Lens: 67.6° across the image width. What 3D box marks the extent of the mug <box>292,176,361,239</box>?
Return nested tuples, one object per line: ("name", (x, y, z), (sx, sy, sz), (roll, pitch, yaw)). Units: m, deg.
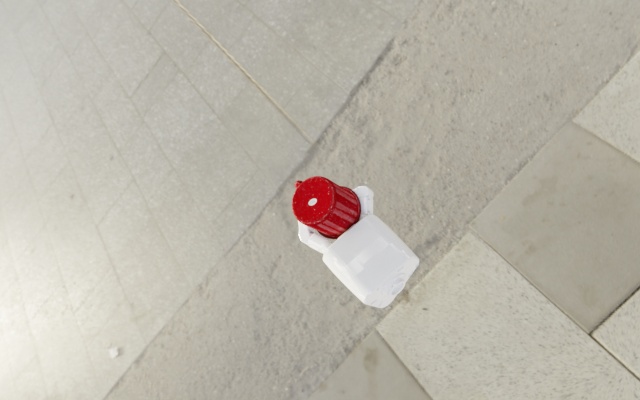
("mug", (-0.001, 0.002, 0.782), (0.117, 0.093, 0.081), (45, 9, 33))
